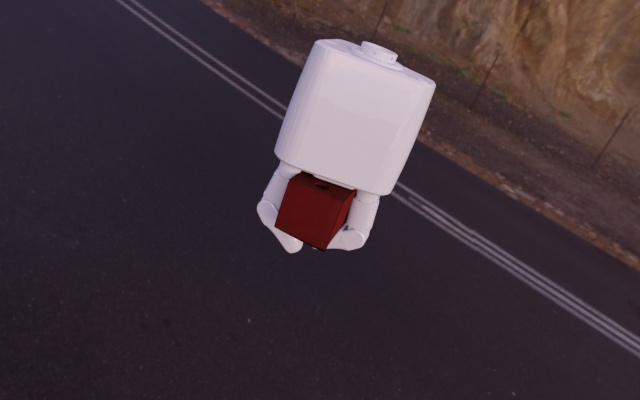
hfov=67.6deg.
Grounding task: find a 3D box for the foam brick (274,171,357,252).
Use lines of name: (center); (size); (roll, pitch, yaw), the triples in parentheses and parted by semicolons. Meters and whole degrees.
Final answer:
foam brick: (0.000, 0.002, 0.444); (0.053, 0.051, 0.078); (25, 25, 9)
